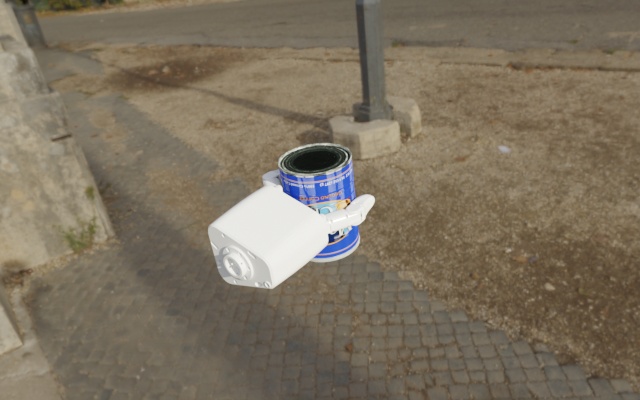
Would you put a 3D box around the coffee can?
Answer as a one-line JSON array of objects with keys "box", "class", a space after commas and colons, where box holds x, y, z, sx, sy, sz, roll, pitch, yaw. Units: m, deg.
[{"box": [0.000, 0.002, 0.685, 0.103, 0.140, 0.102, -6, 29, 3], "class": "coffee can"}]
